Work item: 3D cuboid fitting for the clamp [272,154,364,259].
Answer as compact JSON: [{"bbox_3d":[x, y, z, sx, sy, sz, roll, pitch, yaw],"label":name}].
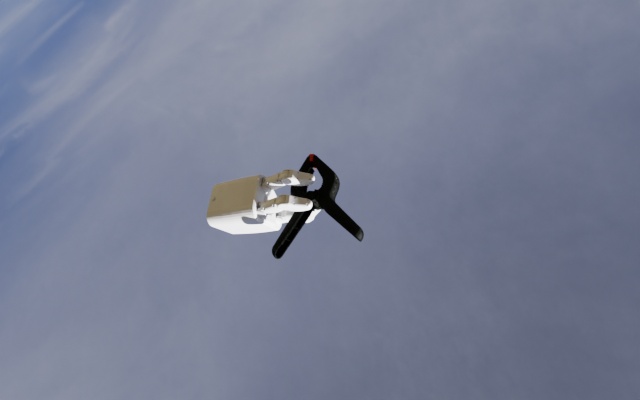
[{"bbox_3d":[0.000,0.003,0.860,0.164,0.209,0.036,-7,-34,19],"label":"clamp"}]
